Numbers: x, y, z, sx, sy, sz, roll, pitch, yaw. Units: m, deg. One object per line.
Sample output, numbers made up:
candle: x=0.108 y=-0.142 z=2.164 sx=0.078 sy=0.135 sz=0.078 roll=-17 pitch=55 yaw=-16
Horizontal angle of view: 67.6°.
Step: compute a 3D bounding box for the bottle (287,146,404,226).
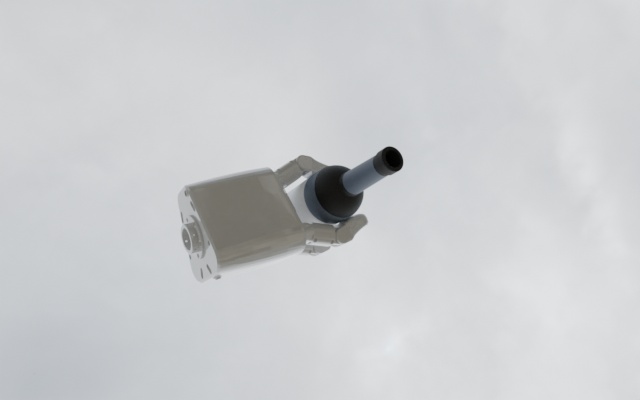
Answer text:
bottle: x=0.000 y=0.002 z=0.595 sx=0.069 sy=0.069 sz=0.296 roll=0 pitch=-17 yaw=-31
